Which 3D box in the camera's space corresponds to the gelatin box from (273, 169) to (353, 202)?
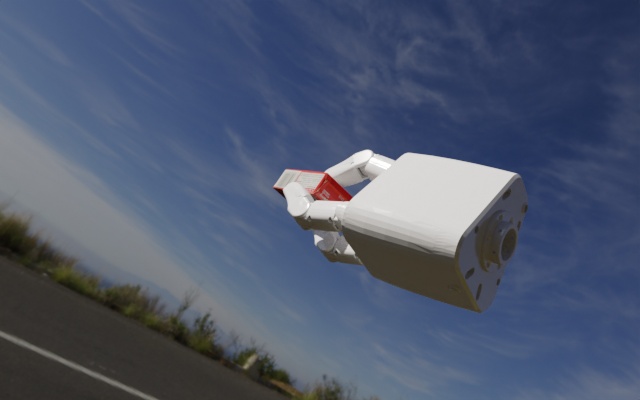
[{"bbox_3d":[0.000,0.001,0.510,0.073,0.030,0.089,43,-17,-29],"label":"gelatin box"}]
